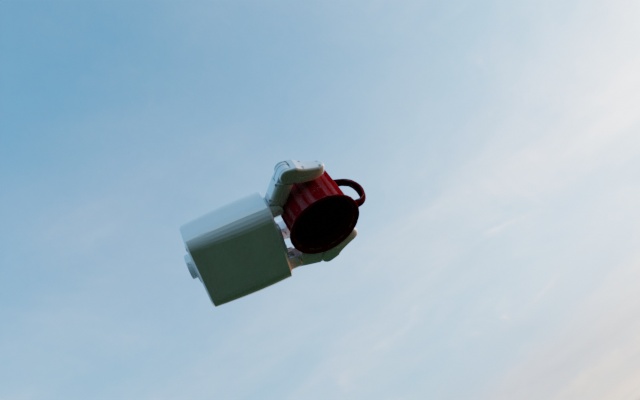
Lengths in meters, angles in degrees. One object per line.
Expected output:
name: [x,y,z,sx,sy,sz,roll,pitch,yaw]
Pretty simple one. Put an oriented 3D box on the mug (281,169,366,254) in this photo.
mug: [0.001,0.001,0.606,0.117,0.093,0.081,-22,46,-14]
